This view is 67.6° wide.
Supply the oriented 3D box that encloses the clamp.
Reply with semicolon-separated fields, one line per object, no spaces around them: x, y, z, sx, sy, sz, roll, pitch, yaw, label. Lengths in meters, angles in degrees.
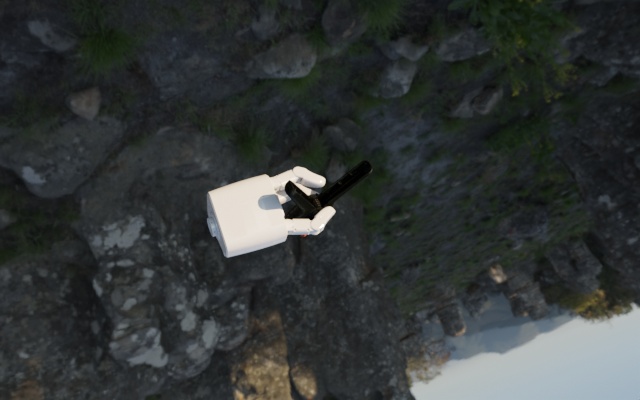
0.000;0.004;0.851;0.164;0.036;0.210;-18;-23;-21;clamp
